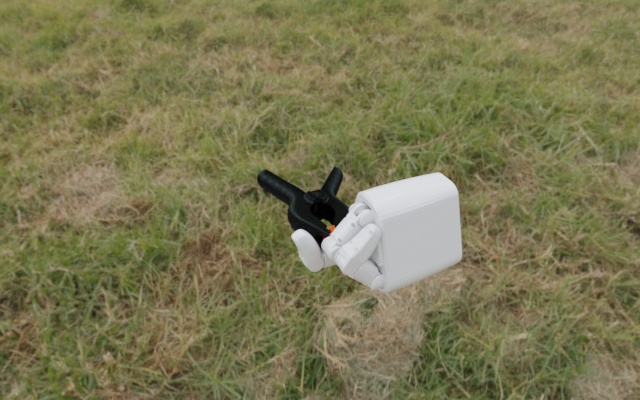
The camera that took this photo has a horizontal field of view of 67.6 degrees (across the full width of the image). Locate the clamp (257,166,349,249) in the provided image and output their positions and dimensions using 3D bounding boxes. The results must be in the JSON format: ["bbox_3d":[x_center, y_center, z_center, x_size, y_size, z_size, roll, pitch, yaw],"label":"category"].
[{"bbox_3d":[0.000,0.002,0.611,0.120,0.039,0.171,-14,40,-21],"label":"clamp"}]
